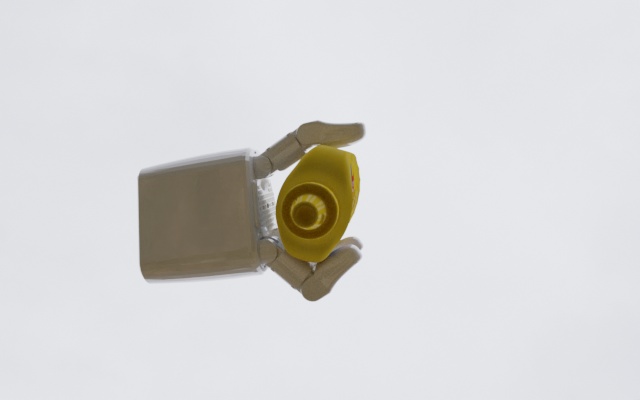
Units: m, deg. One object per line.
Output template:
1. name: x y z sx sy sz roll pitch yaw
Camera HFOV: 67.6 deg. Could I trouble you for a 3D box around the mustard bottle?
1. mustard bottle: 0.000 0.001 0.409 0.058 0.096 0.191 16 6 5
